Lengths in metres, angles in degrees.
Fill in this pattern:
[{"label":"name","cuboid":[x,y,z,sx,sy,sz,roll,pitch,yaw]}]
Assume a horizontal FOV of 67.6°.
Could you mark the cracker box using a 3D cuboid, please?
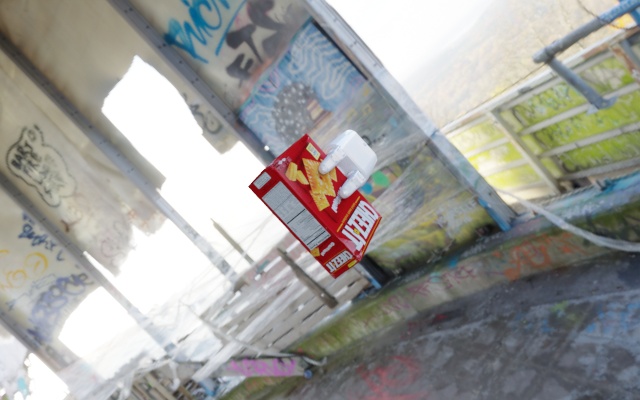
[{"label":"cracker box","cuboid":[0.000,0.003,0.828,0.072,0.214,0.164,-40,6,32]}]
